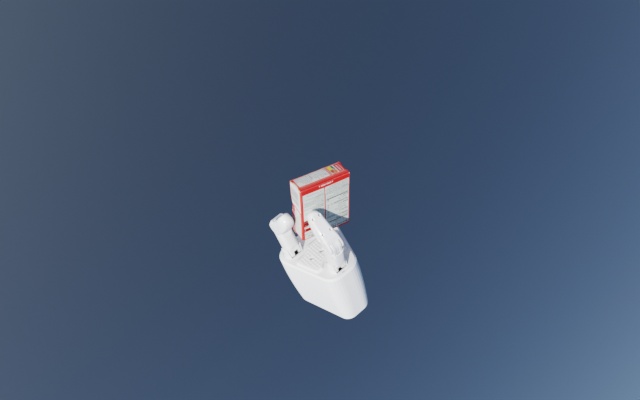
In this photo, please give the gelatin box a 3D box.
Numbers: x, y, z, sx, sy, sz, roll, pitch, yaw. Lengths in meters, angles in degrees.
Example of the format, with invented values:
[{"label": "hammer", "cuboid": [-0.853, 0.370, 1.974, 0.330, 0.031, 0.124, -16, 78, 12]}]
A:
[{"label": "gelatin box", "cuboid": [0.000, 0.002, 0.619, 0.073, 0.089, 0.030, -22, 46, -22]}]
